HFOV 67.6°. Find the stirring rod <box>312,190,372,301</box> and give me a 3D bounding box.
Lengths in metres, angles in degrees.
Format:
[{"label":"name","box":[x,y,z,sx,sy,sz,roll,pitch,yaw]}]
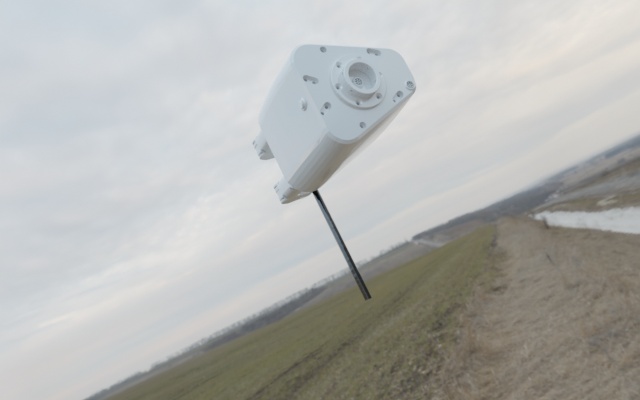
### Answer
[{"label":"stirring rod","box":[0.000,0.002,0.542,0.011,0.239,0.011,-26,-9,-4]}]
